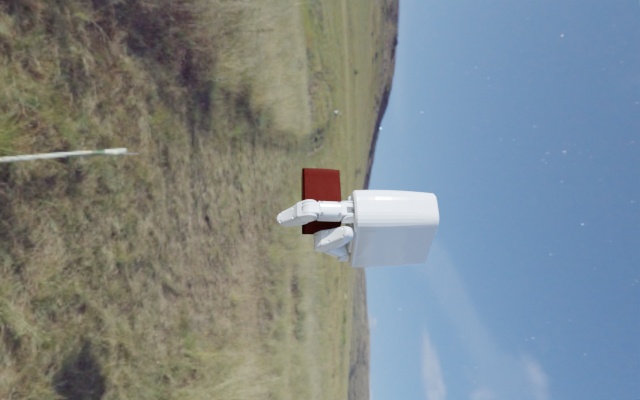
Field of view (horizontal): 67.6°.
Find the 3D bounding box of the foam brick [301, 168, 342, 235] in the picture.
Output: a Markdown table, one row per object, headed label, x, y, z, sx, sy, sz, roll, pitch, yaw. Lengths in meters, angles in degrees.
| label | x | y | z | sx | sy | sz | roll | pitch | yaw |
| --- | --- | --- | --- | --- | --- | --- | --- | --- | --- |
| foam brick | 0.000 | 0.002 | 0.647 | 0.051 | 0.078 | 0.053 | 0 | -25 | -4 |
